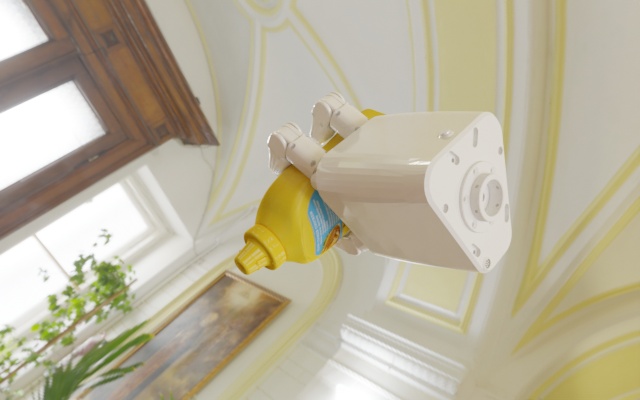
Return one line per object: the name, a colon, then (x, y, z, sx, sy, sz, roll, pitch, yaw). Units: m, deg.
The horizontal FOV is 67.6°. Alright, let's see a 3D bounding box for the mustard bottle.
mustard bottle: (0.000, 0.001, 0.435, 0.058, 0.096, 0.191, 29, 55, 32)
